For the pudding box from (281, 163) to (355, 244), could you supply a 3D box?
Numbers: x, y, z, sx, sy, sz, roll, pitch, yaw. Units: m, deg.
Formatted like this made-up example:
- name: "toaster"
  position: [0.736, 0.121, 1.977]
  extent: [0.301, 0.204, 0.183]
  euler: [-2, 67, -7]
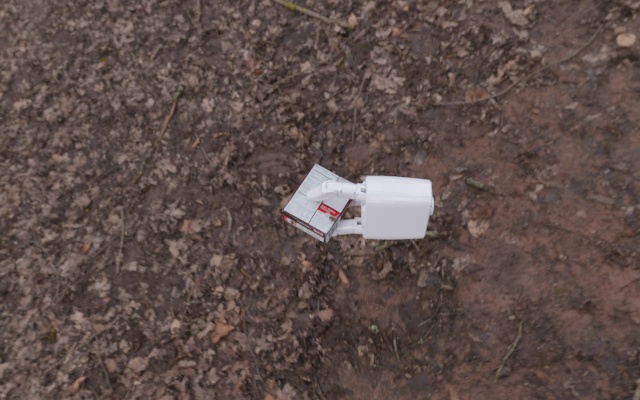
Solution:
- name: "pudding box"
  position: [0.000, 0.003, 0.816]
  extent: [0.090, 0.113, 0.039]
  euler: [28, -24, 12]
